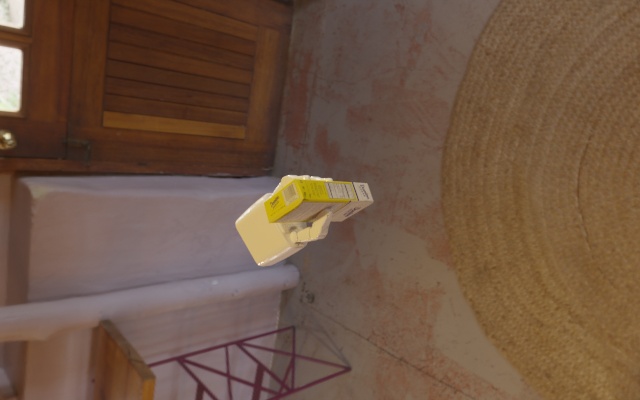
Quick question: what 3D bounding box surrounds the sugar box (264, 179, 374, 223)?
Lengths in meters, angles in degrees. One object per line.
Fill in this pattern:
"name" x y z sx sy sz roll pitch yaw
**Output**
"sugar box" 0.000 0.002 0.832 0.176 0.048 0.093 -1 -24 -45
